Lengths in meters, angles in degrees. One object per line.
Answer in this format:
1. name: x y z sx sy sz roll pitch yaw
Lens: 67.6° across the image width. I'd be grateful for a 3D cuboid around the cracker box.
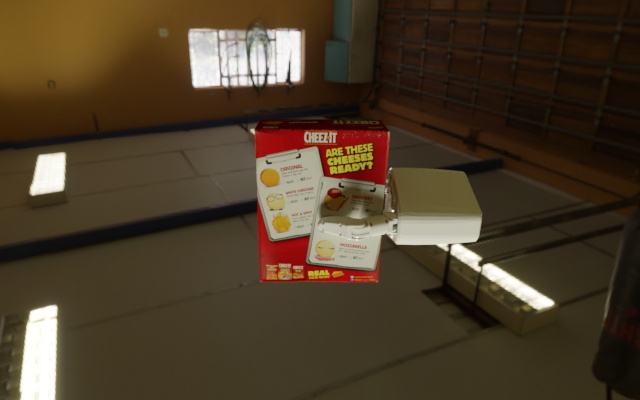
1. cracker box: 0.000 0.002 0.635 0.164 0.214 0.072 0 22 -2
